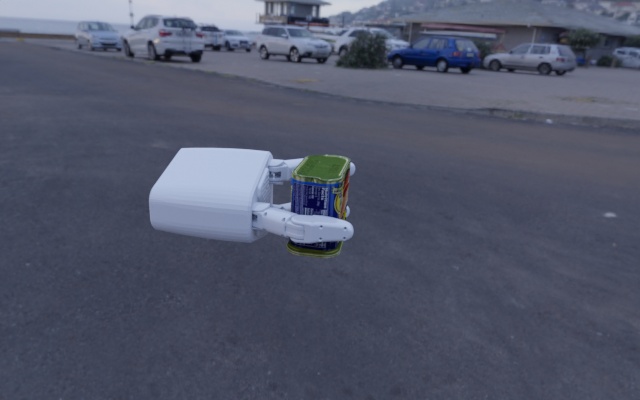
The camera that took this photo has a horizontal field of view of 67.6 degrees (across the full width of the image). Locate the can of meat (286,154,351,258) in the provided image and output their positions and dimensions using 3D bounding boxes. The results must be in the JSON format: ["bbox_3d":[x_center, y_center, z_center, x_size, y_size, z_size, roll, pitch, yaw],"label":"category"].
[{"bbox_3d":[0.000,0.001,0.514,0.057,0.084,0.102,6,20,9],"label":"can of meat"}]
